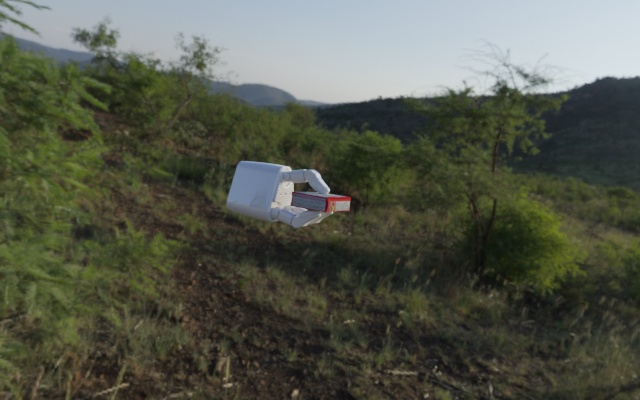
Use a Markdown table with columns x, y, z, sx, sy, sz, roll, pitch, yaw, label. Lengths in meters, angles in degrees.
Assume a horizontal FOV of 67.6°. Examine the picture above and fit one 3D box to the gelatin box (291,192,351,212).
| x | y | z | sx | sy | sz | roll | pitch | yaw | label |
| --- | --- | --- | --- | --- | --- | --- | --- | --- | --- |
| 0.000 | 0.003 | 0.898 | 0.089 | 0.030 | 0.073 | 9 | 6 | 39 | gelatin box |
